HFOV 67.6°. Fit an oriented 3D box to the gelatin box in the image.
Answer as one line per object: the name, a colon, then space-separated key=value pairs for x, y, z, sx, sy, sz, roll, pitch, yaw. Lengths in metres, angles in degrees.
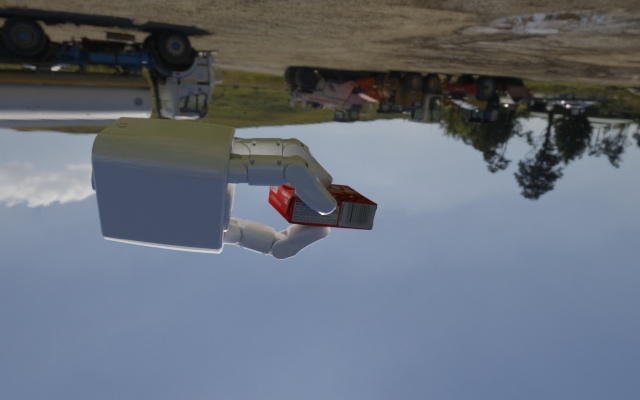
gelatin box: x=0.000 y=0.002 z=0.471 sx=0.089 sy=0.030 sz=0.073 roll=6 pitch=13 yaw=-22
